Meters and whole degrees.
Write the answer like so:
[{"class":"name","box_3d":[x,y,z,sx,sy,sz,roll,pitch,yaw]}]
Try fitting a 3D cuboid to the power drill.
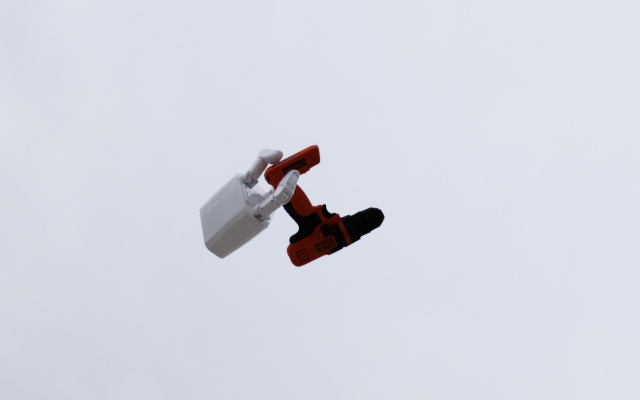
[{"class":"power drill","box_3d":[0.000,0.002,0.826,0.184,0.188,0.057,-26,11,-4]}]
